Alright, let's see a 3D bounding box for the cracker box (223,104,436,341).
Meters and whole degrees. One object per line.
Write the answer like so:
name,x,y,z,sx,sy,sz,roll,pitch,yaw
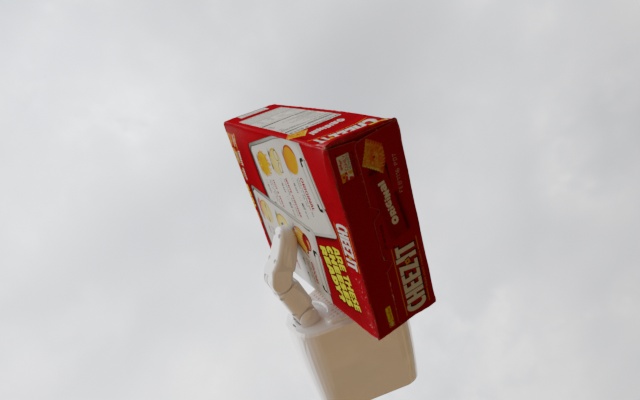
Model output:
cracker box,0.000,0.001,0.438,0.072,0.164,0.213,-27,24,-22
